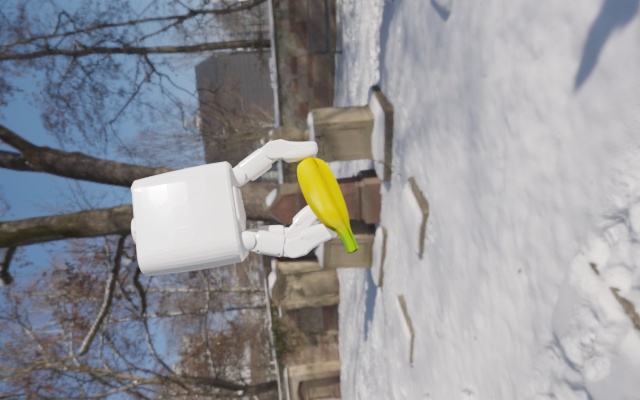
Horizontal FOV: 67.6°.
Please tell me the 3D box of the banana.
[{"bbox_3d":[-0.003,-0.013,0.528,0.037,0.070,0.197,-15,25,-4],"label":"banana"}]
